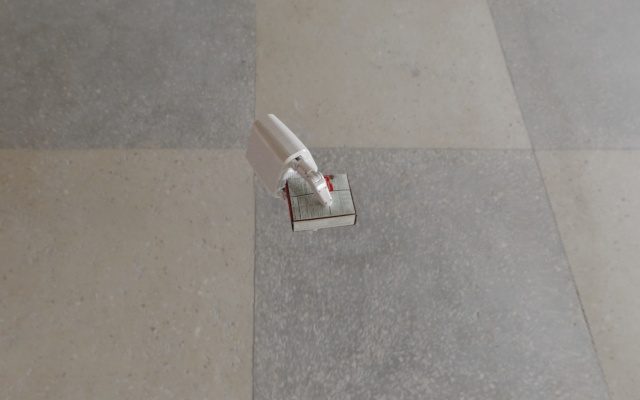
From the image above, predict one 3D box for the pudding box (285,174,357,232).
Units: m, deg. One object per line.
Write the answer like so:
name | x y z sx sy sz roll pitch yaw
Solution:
pudding box | 0.000 0.003 0.824 0.113 0.090 0.039 -7 -32 -5
